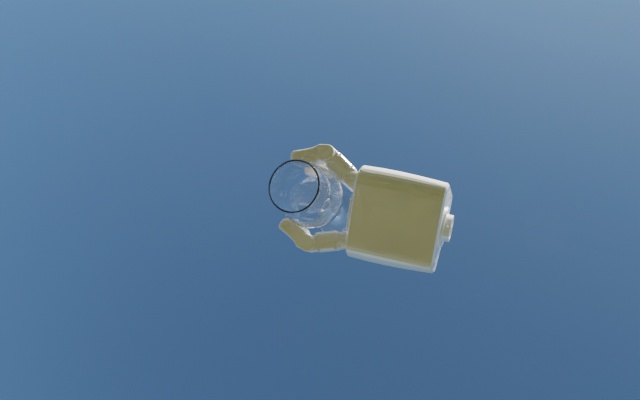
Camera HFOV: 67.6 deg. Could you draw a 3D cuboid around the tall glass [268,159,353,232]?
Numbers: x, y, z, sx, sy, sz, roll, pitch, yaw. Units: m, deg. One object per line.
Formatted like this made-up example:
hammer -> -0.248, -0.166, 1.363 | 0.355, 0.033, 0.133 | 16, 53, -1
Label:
tall glass -> 0.000, 0.002, 0.625 | 0.079, 0.079, 0.201 | 0, -11, 18
